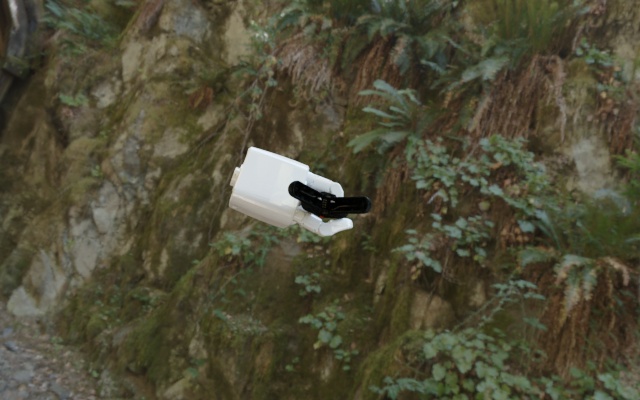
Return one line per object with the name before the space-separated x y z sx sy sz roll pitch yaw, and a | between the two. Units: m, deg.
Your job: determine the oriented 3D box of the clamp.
clamp | 0.000 0.002 0.742 0.120 0.039 0.171 21 -12 -9
